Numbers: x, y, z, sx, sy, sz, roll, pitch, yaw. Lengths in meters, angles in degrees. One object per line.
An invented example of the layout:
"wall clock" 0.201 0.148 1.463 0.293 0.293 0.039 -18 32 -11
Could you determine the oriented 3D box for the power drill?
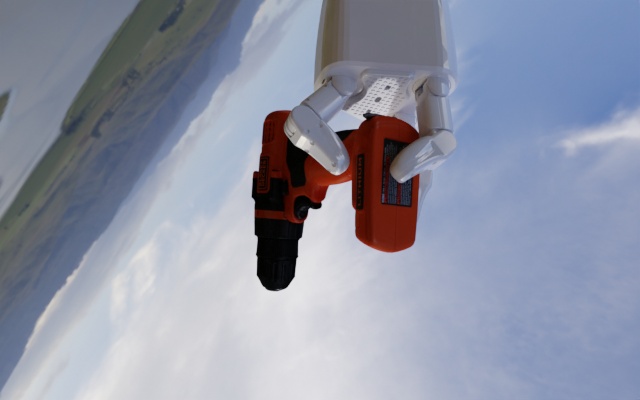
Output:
"power drill" 0.000 0.001 0.434 0.057 0.184 0.187 3 -1 -40
